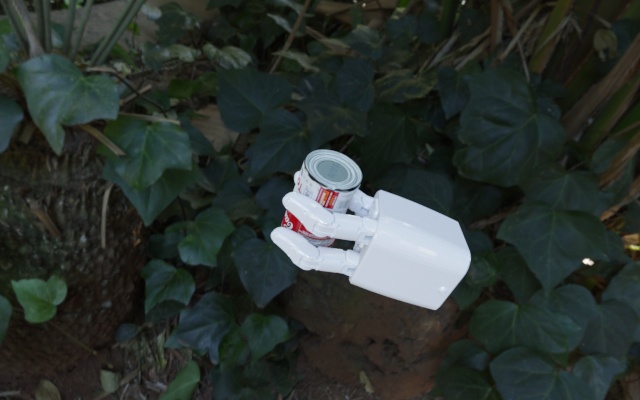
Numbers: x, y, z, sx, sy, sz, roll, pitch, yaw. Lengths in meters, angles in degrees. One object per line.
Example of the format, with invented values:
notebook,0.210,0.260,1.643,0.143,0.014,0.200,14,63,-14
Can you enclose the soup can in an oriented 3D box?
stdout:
soup can,0.000,0.001,0.545,0.068,0.102,0.068,13,41,-11
